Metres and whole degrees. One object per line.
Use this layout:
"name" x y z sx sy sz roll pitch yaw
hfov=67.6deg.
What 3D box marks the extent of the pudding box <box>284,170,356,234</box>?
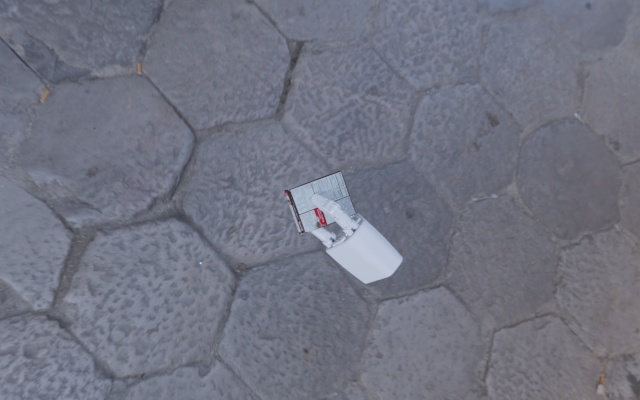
"pudding box" 0.000 0.003 0.895 0.113 0.090 0.039 -21 3 -18
